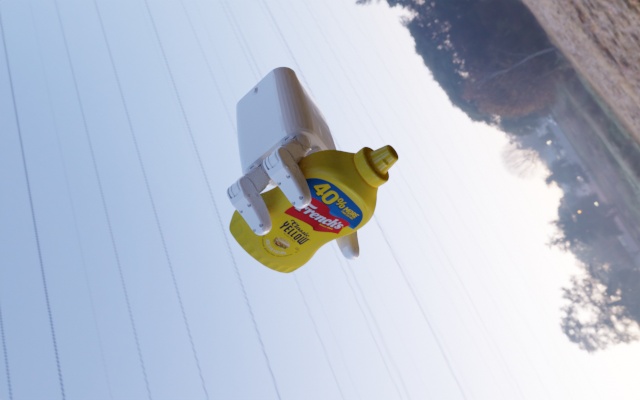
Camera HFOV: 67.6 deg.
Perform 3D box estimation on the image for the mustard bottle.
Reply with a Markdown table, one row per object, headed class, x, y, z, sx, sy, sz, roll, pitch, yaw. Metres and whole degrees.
| class | x | y | z | sx | sy | sz | roll | pitch | yaw |
| --- | --- | --- | --- | --- | --- | --- | --- | --- | --- |
| mustard bottle | 0.000 | 0.002 | 0.496 | 0.192 | 0.096 | 0.058 | -35 | 26 | 28 |
